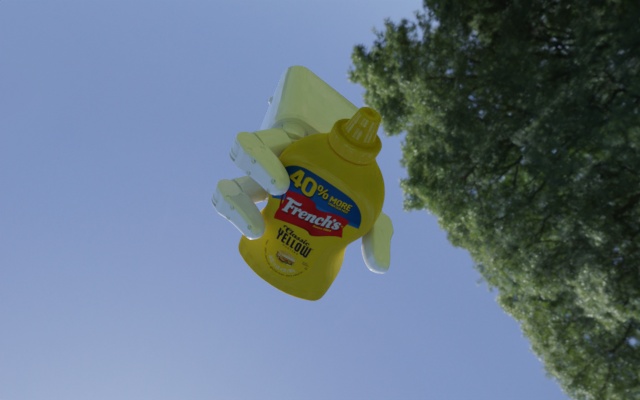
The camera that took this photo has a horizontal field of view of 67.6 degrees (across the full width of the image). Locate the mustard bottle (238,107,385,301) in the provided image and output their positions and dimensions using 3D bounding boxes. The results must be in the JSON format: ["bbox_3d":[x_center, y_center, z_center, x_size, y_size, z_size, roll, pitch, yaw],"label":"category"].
[{"bbox_3d":[0.000,0.002,0.407,0.096,0.192,0.058,34,38,5],"label":"mustard bottle"}]
